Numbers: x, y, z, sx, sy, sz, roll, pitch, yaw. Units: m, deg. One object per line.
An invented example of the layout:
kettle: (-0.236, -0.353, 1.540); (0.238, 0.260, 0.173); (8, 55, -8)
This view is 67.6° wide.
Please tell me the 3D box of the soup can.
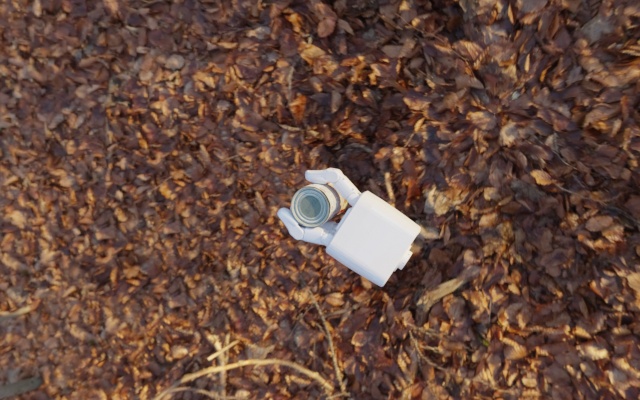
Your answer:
soup can: (0.000, 0.002, 0.791); (0.068, 0.068, 0.102); (0, 10, 20)
